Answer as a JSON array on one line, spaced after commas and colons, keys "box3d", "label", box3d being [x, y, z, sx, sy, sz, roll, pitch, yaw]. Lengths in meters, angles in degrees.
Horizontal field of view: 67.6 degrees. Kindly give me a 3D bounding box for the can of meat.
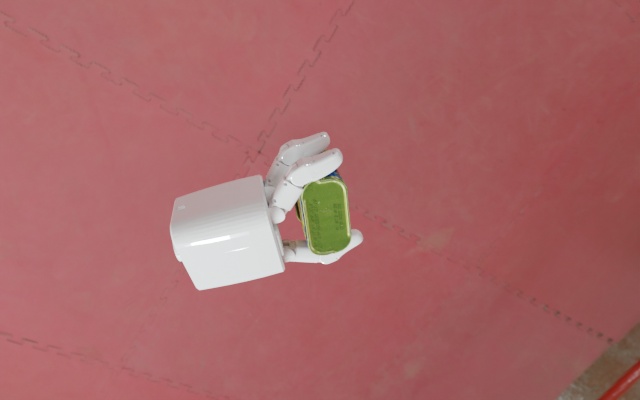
[{"box3d": [0.000, 0.002, 0.561, 0.057, 0.102, 0.084, -11, 28, -6], "label": "can of meat"}]
